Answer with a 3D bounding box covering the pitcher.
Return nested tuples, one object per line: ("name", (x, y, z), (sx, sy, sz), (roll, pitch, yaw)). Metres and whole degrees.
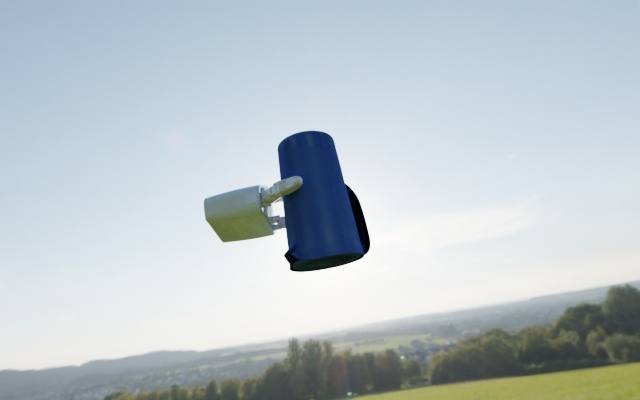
("pitcher", (0.000, 0.003, 0.870), (0.145, 0.242, 0.149), (-12, -17, 7))
